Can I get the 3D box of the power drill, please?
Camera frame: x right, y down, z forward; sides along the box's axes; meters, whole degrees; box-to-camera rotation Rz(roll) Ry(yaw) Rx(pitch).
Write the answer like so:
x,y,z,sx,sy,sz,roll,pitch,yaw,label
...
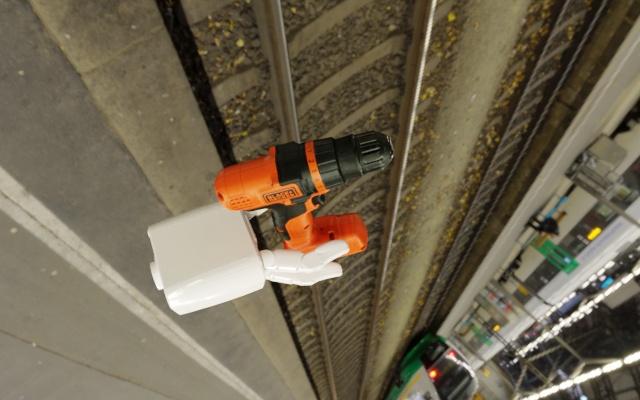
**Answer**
x,y,z,sx,sy,sz,roll,pitch,yaw,label
0.000,0.002,0.537,0.184,0.057,0.188,-13,-34,10,power drill
